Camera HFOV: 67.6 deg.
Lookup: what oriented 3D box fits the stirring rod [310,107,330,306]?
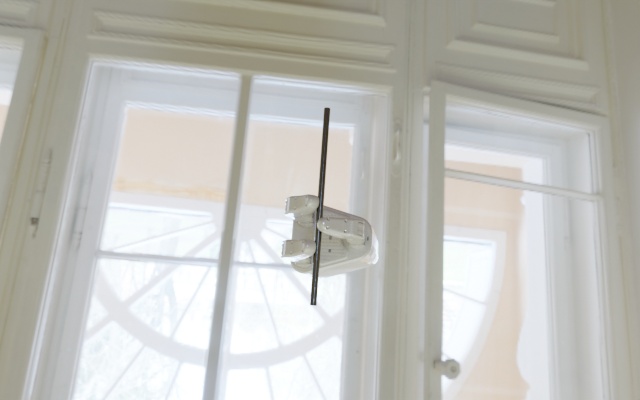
[{"bbox_3d":[0.000,0.002,0.566,0.011,0.239,0.011,4,-14,1],"label":"stirring rod"}]
